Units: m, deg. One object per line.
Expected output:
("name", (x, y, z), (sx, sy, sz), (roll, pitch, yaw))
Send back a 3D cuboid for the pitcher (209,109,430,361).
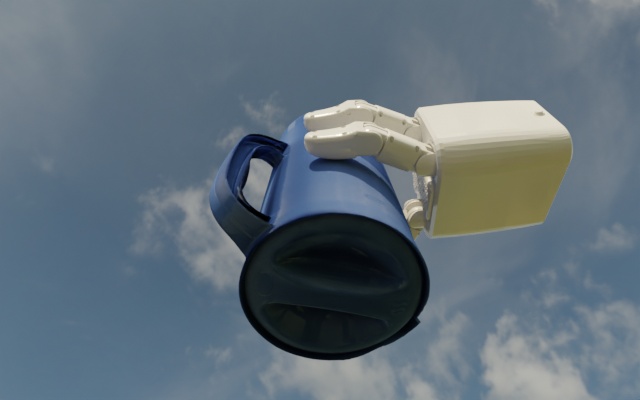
("pitcher", (0.000, 0.001, 0.425), (0.145, 0.149, 0.242), (-6, 30, 2))
